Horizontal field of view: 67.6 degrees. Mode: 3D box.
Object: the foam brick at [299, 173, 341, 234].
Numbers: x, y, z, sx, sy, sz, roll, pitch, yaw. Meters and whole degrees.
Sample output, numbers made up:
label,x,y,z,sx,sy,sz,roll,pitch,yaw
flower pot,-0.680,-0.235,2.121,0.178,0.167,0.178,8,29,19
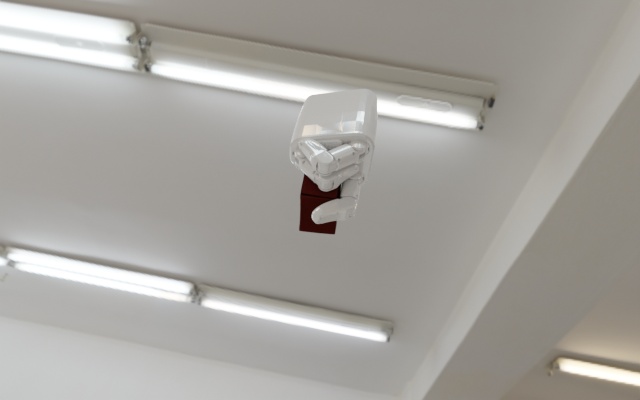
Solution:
label,x,y,z,sx,sy,sz,roll,pitch,yaw
foam brick,0.000,0.002,0.655,0.053,0.051,0.078,7,-41,2
